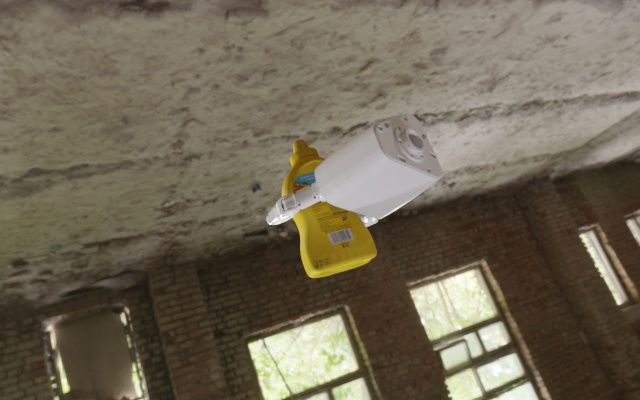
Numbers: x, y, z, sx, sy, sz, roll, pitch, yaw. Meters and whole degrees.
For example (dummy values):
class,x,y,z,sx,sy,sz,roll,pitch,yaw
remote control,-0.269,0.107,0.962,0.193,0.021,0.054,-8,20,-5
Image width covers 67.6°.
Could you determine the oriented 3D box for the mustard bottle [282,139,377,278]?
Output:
class,x,y,z,sx,sy,sz,roll,pitch,yaw
mustard bottle,0.000,0.003,0.649,0.096,0.191,0.058,-13,-19,-21
